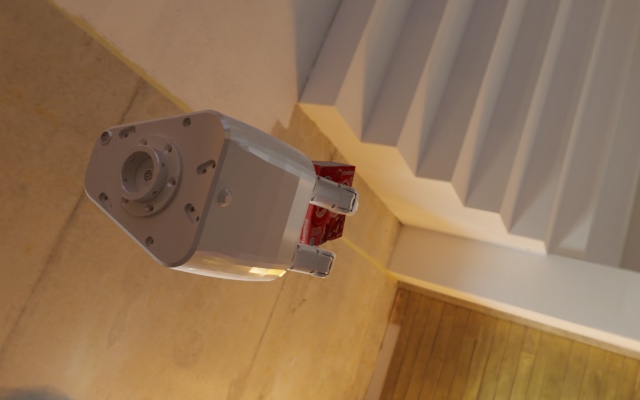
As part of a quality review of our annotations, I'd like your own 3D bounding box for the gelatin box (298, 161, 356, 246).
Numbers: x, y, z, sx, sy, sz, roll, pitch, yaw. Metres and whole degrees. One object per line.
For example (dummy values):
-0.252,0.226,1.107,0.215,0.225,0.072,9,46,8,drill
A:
0.000,0.001,0.438,0.030,0.073,0.089,14,9,22,gelatin box
